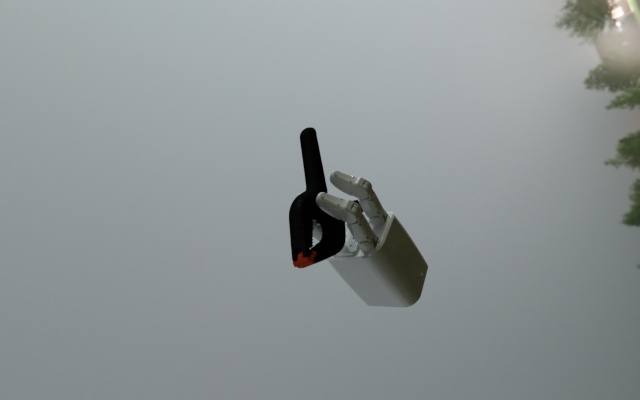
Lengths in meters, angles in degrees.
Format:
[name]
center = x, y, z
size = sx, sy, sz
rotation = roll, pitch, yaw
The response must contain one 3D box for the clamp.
[clamp]
center = -0.001, 0.003, 0.656
size = 0.036, 0.164, 0.210
rotation = -27, 21, 37
